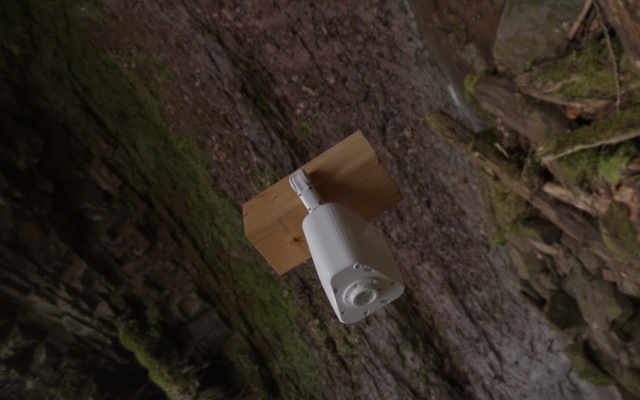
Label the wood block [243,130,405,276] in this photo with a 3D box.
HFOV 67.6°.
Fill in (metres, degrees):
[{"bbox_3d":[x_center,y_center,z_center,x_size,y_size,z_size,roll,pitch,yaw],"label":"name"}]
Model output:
[{"bbox_3d":[0.000,0.002,0.682,0.206,0.091,0.090,-32,29,7],"label":"wood block"}]
